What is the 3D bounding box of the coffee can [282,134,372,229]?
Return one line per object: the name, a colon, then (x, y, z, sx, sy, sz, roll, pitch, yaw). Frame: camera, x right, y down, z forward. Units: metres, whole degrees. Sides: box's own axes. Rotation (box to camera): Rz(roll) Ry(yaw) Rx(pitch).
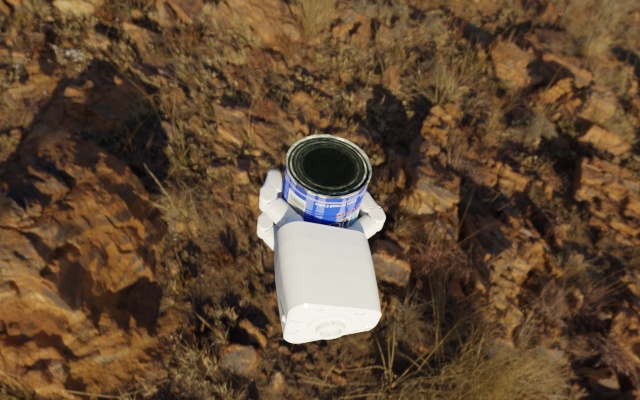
coffee can: (0.000, 0.002, 0.609, 0.103, 0.102, 0.140, 0, -40, -10)
